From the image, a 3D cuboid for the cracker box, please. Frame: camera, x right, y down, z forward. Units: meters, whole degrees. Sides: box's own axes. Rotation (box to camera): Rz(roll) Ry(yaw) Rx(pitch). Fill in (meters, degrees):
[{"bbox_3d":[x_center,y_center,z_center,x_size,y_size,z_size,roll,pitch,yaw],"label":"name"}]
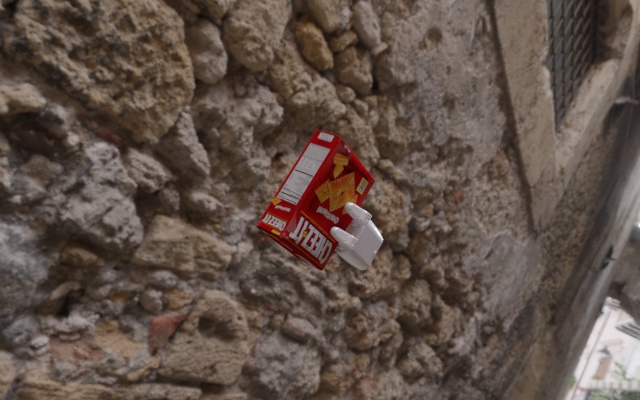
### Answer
[{"bbox_3d":[0.000,0.003,0.897,0.072,0.213,0.164,21,-15,38],"label":"cracker box"}]
